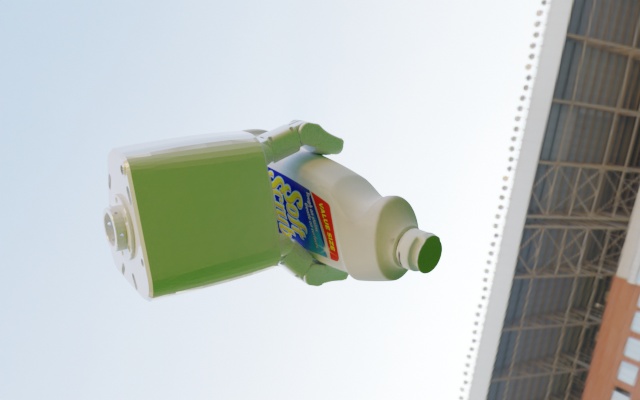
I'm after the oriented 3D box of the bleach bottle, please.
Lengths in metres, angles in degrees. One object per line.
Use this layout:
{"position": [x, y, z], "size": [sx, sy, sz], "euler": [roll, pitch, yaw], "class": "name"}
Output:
{"position": [0.000, 0.001, 0.430], "size": [0.068, 0.102, 0.250], "euler": [-13, 21, -37], "class": "bleach bottle"}
